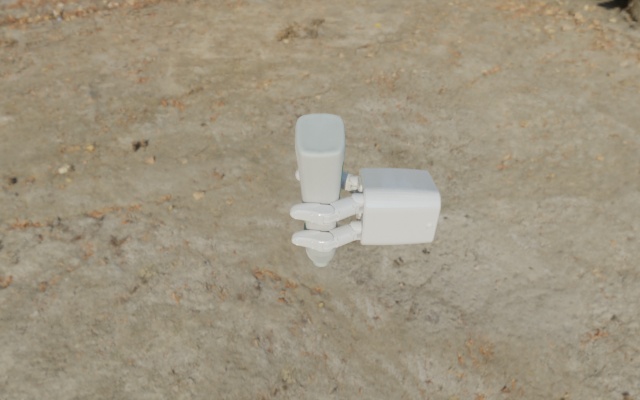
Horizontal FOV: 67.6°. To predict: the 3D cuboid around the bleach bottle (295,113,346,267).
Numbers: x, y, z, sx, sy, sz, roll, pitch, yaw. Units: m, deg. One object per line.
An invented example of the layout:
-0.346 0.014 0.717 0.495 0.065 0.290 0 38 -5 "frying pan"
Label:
0.000 0.002 0.717 0.068 0.251 0.102 -1 43 0 "bleach bottle"
